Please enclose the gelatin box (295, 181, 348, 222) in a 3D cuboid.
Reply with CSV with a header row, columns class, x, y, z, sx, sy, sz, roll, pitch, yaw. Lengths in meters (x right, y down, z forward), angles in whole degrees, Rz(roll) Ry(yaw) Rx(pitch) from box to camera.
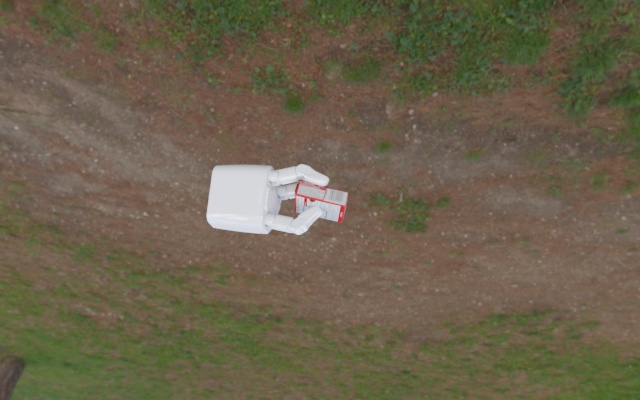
class,x,y,z,sx,sy,sz,roll,pitch,yaw
gelatin box,0.000,0.003,0.825,0.089,0.030,0.073,13,-25,4
